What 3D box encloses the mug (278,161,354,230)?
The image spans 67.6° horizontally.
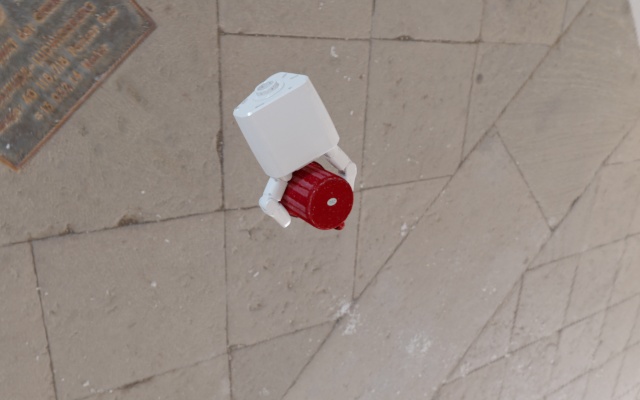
[{"bbox_3d":[0.001,0.003,0.711,0.093,0.117,0.081,-41,35,-15],"label":"mug"}]
